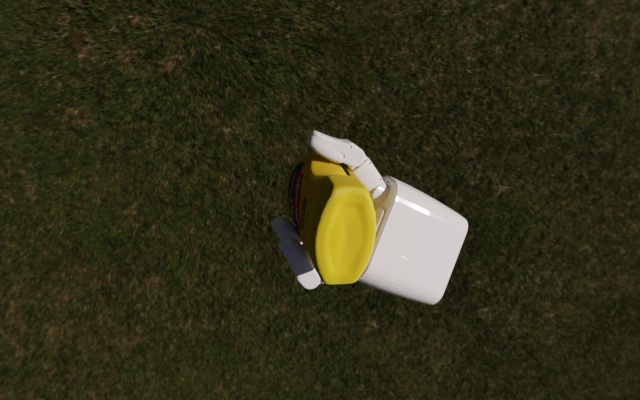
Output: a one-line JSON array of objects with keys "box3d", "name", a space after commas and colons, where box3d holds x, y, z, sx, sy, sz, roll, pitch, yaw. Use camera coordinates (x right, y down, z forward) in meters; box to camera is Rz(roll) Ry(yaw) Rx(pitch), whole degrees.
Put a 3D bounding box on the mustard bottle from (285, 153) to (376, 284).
[{"box3d": [0.000, 0.002, 0.499, 0.058, 0.096, 0.191, -2, 20, -14], "name": "mustard bottle"}]
